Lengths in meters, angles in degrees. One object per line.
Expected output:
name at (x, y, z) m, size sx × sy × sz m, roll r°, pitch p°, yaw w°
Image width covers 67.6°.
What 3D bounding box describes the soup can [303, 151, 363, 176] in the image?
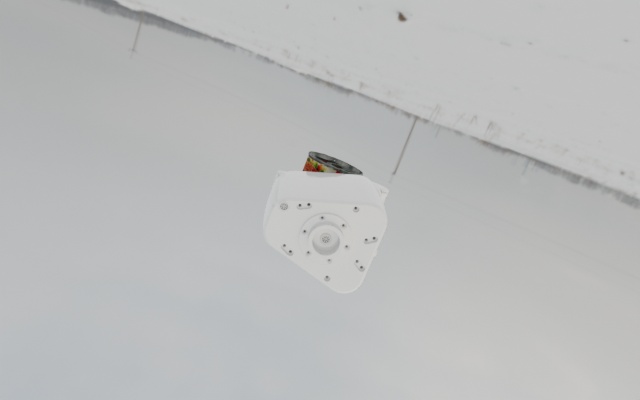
soup can at (0.000, 0.002, 0.564) m, size 0.068 × 0.102 × 0.068 m, roll 21°, pitch 13°, yaw -5°
